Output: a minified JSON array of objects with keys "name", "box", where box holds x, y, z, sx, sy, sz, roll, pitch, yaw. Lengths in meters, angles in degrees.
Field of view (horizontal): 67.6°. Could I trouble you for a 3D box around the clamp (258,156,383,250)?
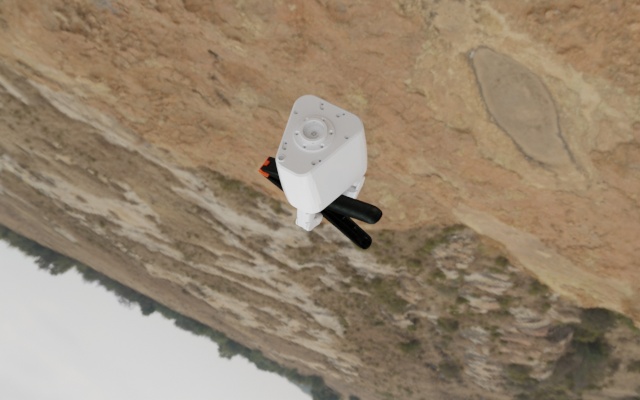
[{"name":"clamp","box":[-0.001,0.003,0.726,0.210,0.036,0.165,30,-17,17]}]
